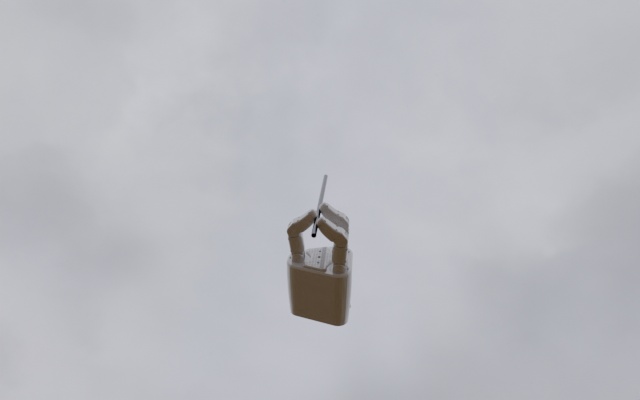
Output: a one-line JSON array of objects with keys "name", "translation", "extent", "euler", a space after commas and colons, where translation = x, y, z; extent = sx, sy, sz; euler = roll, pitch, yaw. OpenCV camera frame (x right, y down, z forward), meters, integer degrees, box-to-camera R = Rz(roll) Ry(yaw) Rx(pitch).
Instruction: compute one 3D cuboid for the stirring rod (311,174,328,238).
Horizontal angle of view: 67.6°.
[{"name": "stirring rod", "translation": [0.000, 0.003, 0.824], "extent": [0.011, 0.011, 0.239], "euler": [0, 25, 5]}]
